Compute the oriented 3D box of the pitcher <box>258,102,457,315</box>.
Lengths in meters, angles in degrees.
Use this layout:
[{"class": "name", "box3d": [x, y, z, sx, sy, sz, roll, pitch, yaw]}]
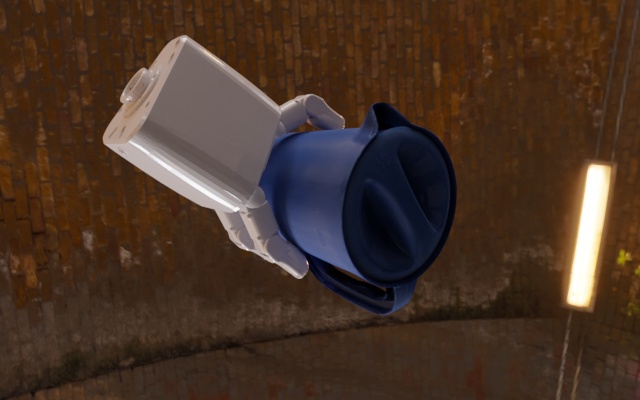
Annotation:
[{"class": "pitcher", "box3d": [0.000, 0.001, 0.475, 0.145, 0.149, 0.243, 36, -15, -35]}]
